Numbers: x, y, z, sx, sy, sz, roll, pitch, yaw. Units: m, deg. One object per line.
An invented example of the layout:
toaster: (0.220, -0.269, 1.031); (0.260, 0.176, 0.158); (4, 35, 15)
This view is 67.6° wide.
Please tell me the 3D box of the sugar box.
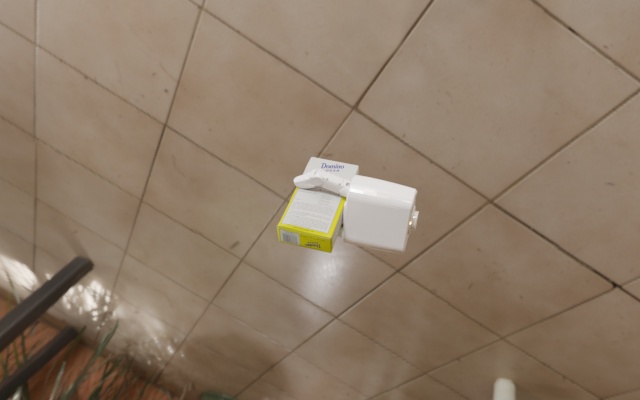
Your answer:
sugar box: (0.000, 0.003, 0.817); (0.093, 0.048, 0.176); (12, 45, 14)
